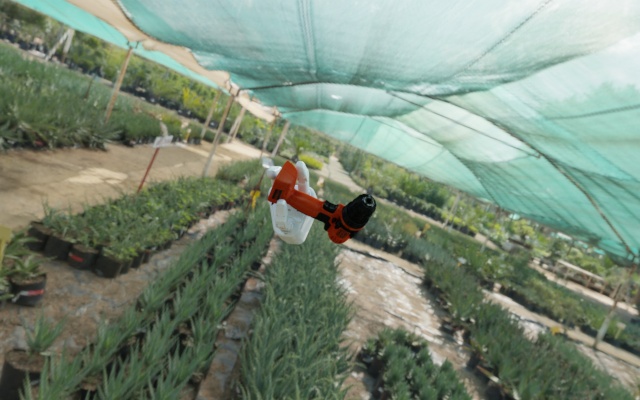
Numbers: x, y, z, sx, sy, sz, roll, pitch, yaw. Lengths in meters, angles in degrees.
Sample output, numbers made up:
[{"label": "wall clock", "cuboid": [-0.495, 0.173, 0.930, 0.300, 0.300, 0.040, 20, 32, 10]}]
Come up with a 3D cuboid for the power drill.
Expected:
[{"label": "power drill", "cuboid": [0.000, 0.003, 0.897, 0.187, 0.057, 0.184, 31, -30, -2]}]
